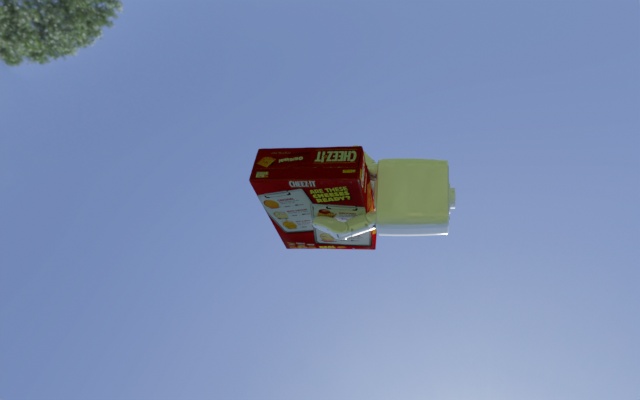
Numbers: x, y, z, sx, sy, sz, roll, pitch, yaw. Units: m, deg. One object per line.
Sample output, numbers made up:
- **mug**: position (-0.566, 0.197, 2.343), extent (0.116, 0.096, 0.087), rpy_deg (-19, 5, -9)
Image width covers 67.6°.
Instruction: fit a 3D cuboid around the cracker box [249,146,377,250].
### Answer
- **cracker box**: position (0.000, 0.003, 0.771), extent (0.164, 0.072, 0.214), rpy_deg (0, -34, 14)
